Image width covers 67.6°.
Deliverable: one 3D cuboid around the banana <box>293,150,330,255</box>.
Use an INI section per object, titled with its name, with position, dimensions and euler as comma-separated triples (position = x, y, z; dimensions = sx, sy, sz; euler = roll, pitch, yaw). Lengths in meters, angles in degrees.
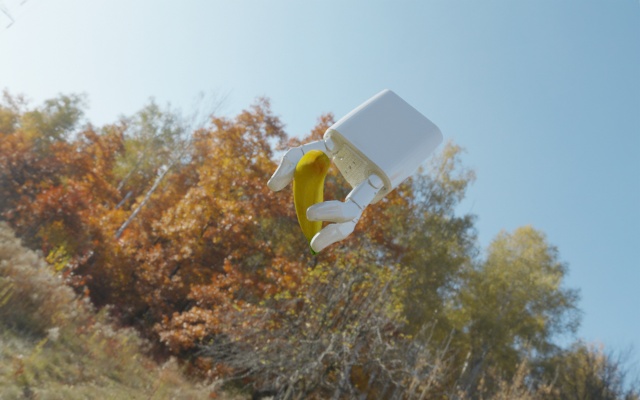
[banana]
position = -0.009, -0.010, 0.596
dimensions = 0.037, 0.069, 0.198
euler = -23, -32, -16
